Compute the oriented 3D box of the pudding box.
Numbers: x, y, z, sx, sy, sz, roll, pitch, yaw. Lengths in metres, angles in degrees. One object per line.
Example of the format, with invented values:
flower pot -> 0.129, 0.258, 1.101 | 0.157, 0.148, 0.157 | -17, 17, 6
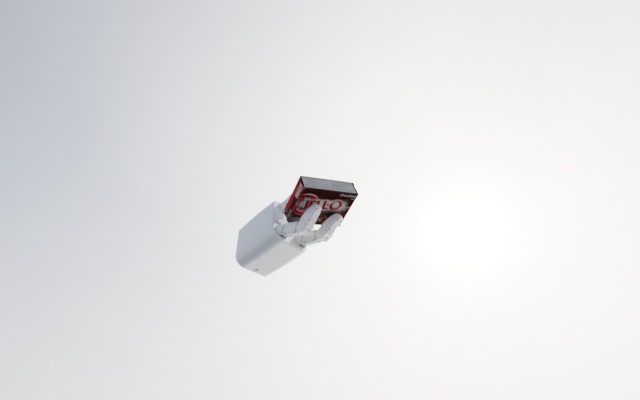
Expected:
pudding box -> 0.000, 0.003, 0.878 | 0.113, 0.039, 0.090 | 4, -45, -27
